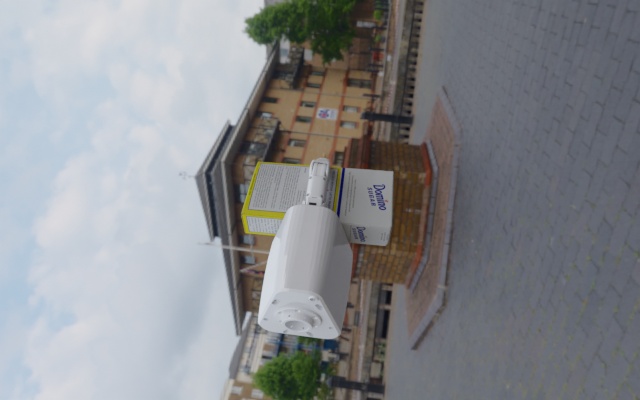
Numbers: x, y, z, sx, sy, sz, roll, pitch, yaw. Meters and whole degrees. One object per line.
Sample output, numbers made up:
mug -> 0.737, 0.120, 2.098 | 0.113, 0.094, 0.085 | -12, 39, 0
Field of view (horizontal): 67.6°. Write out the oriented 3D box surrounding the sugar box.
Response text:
sugar box -> 0.000, 0.002, 0.590 | 0.176, 0.093, 0.048 | 7, -40, 3
